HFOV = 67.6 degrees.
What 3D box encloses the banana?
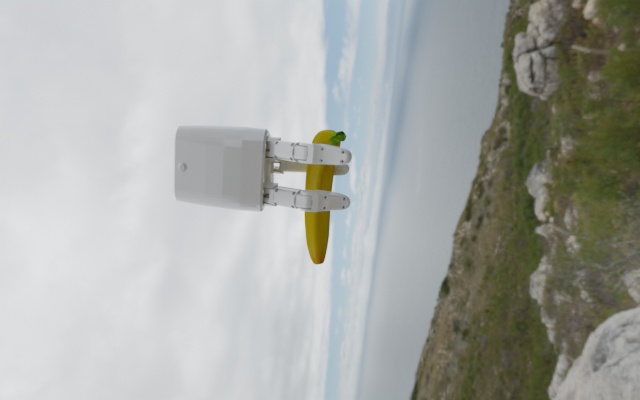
[{"bbox_3d":[-0.001,-0.011,0.605,0.037,0.198,0.069,3,34,-6],"label":"banana"}]
